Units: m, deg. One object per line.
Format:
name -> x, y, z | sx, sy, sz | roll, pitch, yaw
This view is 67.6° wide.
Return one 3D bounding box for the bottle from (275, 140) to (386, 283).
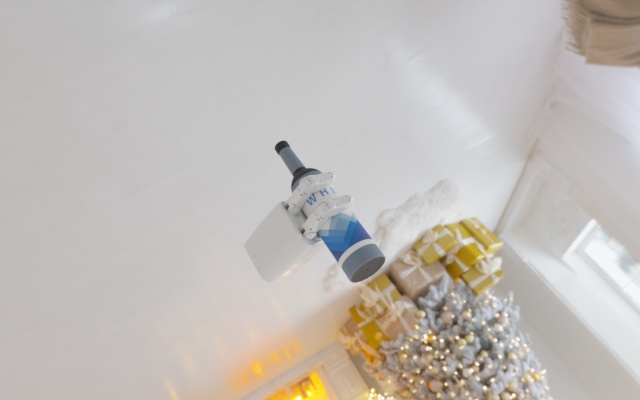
bottle -> 0.000, 0.003, 0.808 | 0.069, 0.295, 0.069 | -25, -32, -17
